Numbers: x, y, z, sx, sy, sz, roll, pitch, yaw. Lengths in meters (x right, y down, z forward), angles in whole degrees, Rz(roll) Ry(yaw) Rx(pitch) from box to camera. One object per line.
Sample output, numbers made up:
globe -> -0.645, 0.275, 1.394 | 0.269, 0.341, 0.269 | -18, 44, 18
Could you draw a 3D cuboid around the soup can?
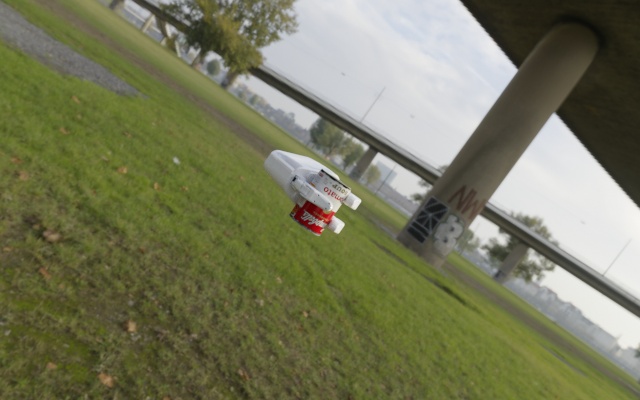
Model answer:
soup can -> 0.000, 0.003, 0.855 | 0.068, 0.102, 0.068 | 35, 5, -3
